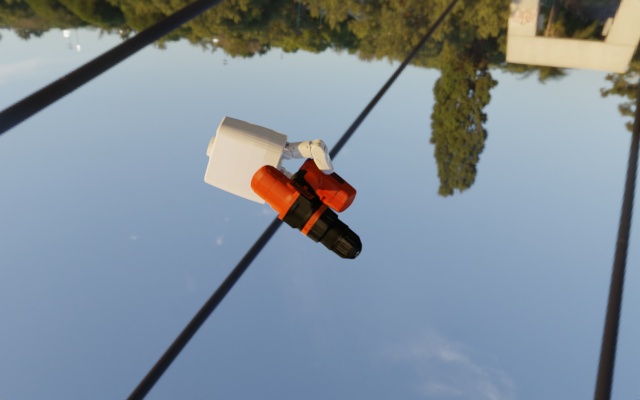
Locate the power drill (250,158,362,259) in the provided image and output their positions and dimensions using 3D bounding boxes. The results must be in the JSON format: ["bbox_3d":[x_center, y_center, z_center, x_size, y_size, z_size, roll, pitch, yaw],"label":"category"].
[{"bbox_3d":[0.000,0.002,0.730,0.184,0.057,0.187,40,18,4],"label":"power drill"}]
